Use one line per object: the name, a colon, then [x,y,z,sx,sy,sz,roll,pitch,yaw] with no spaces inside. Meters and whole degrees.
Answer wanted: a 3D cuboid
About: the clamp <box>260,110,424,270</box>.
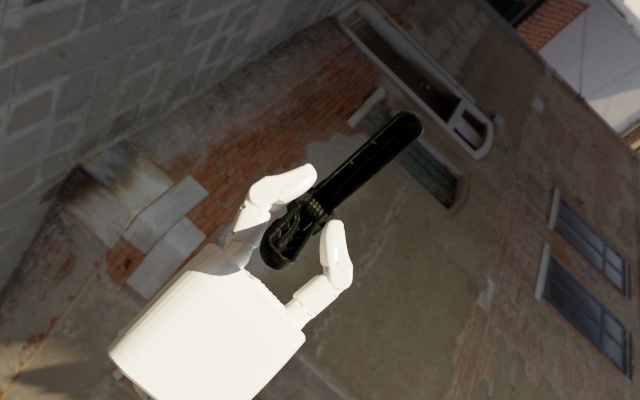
clamp: [0.000,0.002,0.424,0.164,0.036,0.210,-42,2,-16]
